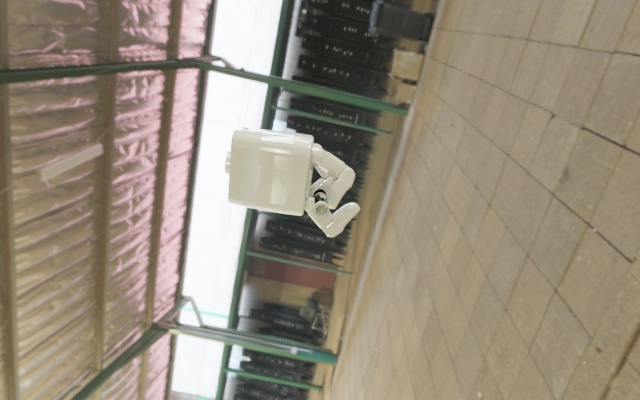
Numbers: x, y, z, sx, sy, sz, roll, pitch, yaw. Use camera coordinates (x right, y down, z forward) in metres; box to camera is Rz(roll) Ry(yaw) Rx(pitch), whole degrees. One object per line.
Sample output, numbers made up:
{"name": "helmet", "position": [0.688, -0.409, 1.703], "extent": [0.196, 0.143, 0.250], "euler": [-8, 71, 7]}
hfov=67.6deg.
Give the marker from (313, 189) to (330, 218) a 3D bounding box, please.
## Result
{"name": "marker", "position": [0.000, 0.002, 0.615], "extent": [0.020, 0.020, 0.121], "euler": [0, 10, -1]}
